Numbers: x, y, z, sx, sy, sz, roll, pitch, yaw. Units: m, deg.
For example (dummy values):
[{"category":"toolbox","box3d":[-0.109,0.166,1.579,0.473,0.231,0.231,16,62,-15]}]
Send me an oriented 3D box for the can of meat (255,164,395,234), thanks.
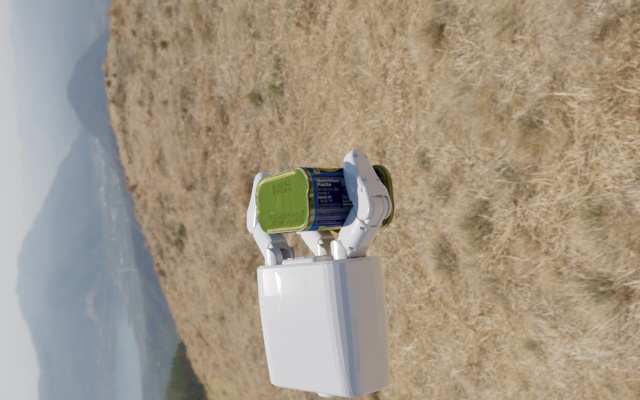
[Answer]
[{"category":"can of meat","box3d":[0.000,0.001,0.424,0.084,0.057,0.102,-2,-5,-33]}]
